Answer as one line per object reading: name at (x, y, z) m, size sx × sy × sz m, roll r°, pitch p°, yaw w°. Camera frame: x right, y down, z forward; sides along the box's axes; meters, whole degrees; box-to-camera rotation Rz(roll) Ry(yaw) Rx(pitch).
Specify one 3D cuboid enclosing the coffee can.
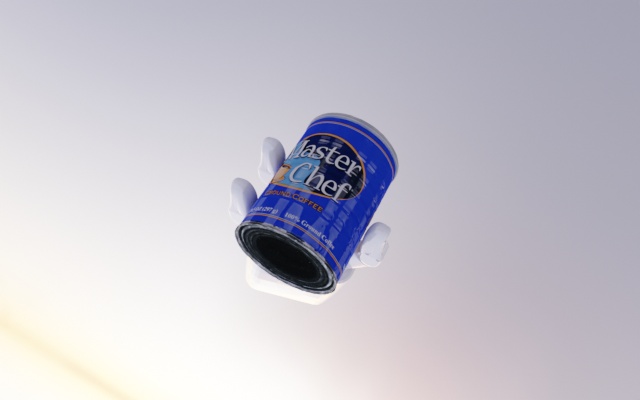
coffee can at (0.000, 0.001, 0.451) m, size 0.103 × 0.140 × 0.103 m, roll 23°, pitch -31°, yaw 15°
